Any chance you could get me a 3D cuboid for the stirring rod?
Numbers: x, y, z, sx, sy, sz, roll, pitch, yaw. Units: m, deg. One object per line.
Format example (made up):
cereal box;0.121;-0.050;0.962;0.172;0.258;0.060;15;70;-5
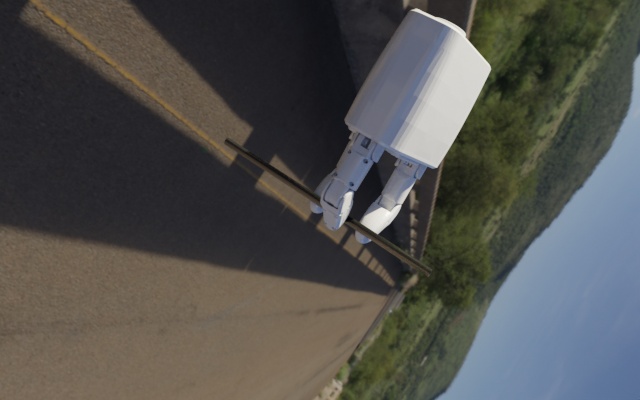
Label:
stirring rod;0.000;0.001;0.455;0.239;0.011;0.011;33;11;17
